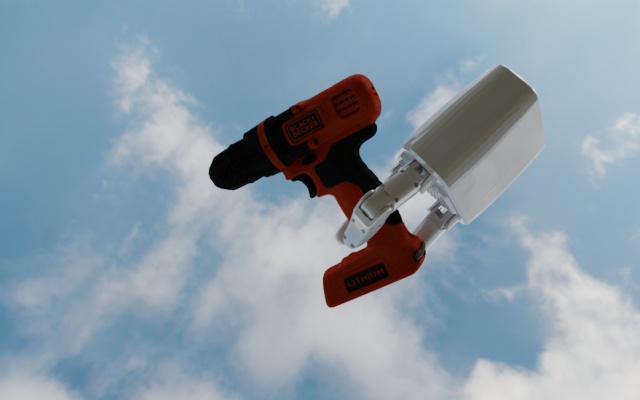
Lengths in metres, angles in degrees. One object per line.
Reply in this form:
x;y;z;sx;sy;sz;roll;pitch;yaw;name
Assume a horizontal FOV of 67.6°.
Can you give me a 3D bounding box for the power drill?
0.001;0.002;0.451;0.184;0.187;0.057;-26;3;21;power drill
